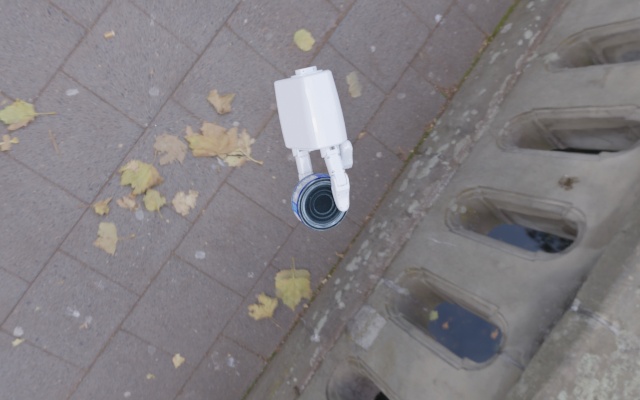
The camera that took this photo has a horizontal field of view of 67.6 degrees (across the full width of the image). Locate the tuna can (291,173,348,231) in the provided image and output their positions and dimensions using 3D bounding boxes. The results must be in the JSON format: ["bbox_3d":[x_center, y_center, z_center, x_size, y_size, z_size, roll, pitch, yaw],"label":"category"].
[{"bbox_3d":[0.000,0.003,0.737,0.086,0.086,0.033,0,14,-21],"label":"tuna can"}]
